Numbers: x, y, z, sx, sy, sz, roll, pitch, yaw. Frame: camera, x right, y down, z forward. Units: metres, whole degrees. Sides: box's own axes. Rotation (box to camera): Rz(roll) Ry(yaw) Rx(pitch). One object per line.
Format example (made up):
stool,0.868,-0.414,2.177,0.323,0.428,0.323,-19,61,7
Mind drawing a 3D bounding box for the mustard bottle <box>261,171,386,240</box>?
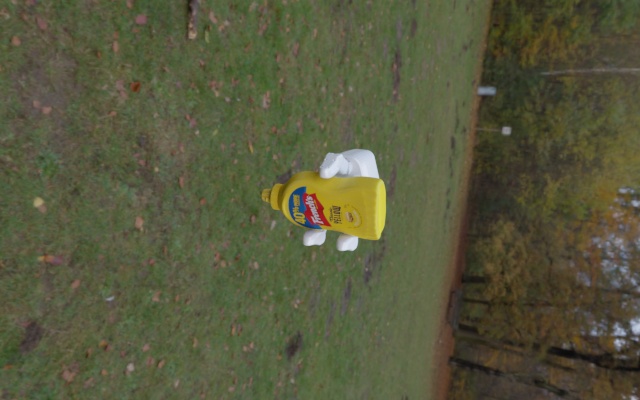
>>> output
mustard bottle,0.000,0.003,0.725,0.191,0.096,0.058,8,40,19
